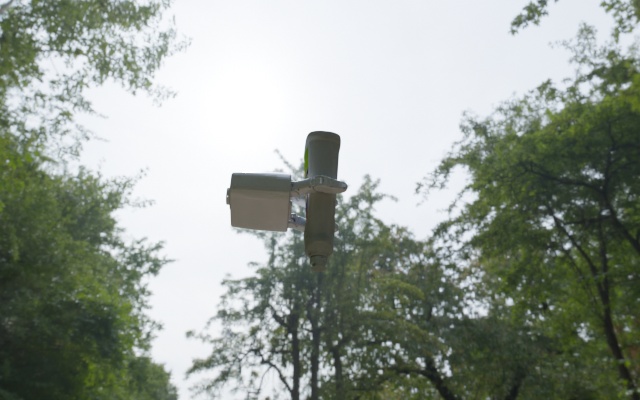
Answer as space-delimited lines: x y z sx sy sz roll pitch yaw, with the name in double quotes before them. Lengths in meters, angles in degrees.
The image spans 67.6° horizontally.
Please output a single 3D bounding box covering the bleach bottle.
"bleach bottle" 0.000 0.003 0.864 0.068 0.250 0.103 4 -29 -6
